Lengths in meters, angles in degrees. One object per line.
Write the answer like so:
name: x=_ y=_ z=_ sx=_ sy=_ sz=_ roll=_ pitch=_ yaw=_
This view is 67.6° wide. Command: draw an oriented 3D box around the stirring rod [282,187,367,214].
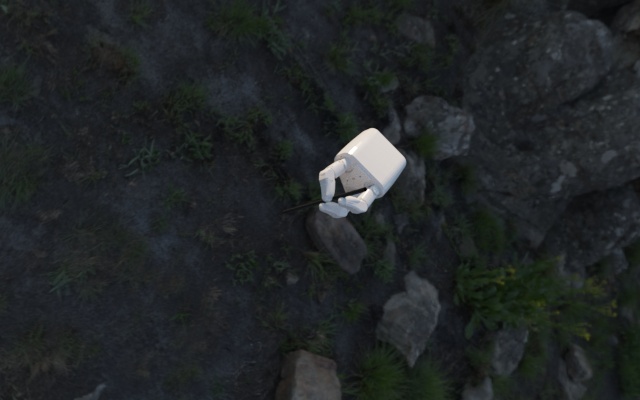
stirring rod: x=0.000 y=0.003 z=0.896 sx=0.011 sy=0.011 sz=0.239 roll=0 pitch=-10 yaw=-40
